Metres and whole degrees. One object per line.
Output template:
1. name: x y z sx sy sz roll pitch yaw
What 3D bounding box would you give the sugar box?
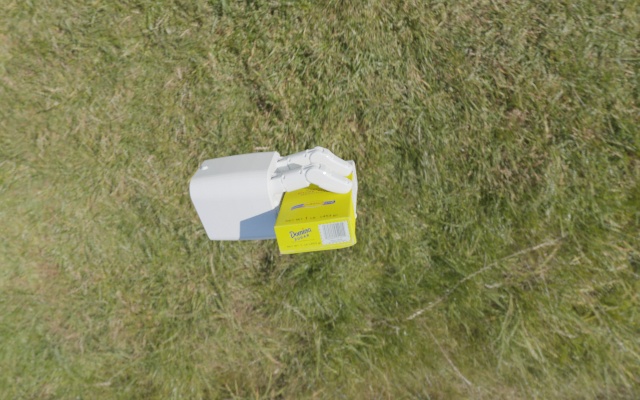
1. sugar box: 0.000 0.002 0.630 0.093 0.048 0.176 -7 28 8
